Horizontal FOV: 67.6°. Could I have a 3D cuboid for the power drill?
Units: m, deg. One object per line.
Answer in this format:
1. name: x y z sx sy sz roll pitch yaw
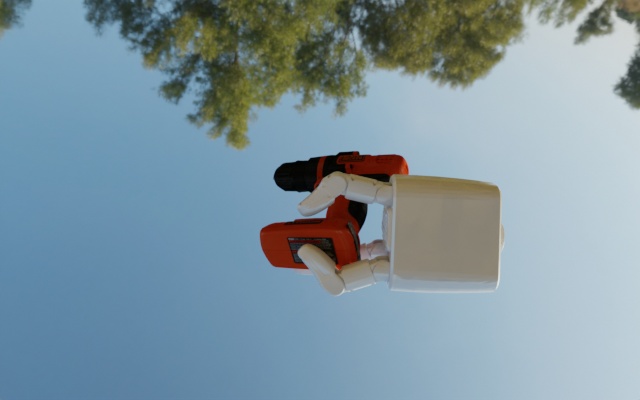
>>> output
1. power drill: 0.000 0.002 0.569 0.184 0.057 0.187 -3 33 24
